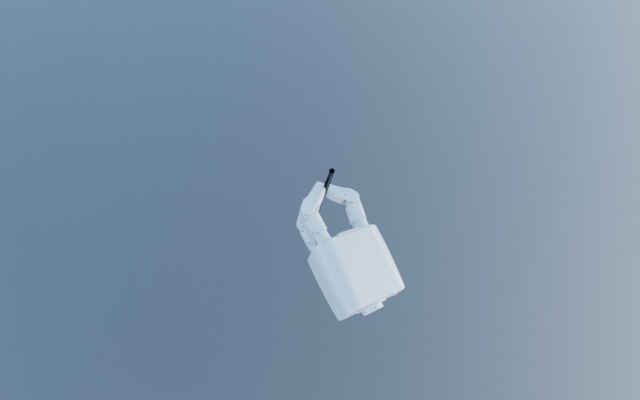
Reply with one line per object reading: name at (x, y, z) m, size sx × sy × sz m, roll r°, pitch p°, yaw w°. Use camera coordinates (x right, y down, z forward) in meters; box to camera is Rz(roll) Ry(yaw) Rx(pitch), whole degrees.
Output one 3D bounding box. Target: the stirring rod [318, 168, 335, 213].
stirring rod at (0.000, 0.003, 0.773) m, size 0.011 × 0.011 × 0.240 m, roll 0°, pitch -21°, yaw -8°
